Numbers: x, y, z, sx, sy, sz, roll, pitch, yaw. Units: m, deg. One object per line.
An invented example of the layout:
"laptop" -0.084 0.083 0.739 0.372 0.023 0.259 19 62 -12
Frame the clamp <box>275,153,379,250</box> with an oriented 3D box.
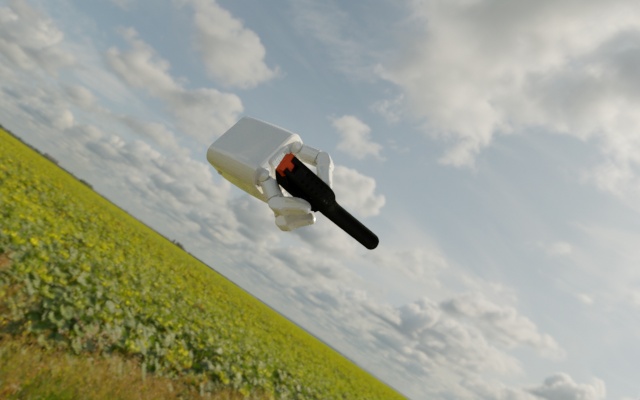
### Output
"clamp" 0.000 0.001 0.694 0.164 0.036 0.210 25 -15 27
